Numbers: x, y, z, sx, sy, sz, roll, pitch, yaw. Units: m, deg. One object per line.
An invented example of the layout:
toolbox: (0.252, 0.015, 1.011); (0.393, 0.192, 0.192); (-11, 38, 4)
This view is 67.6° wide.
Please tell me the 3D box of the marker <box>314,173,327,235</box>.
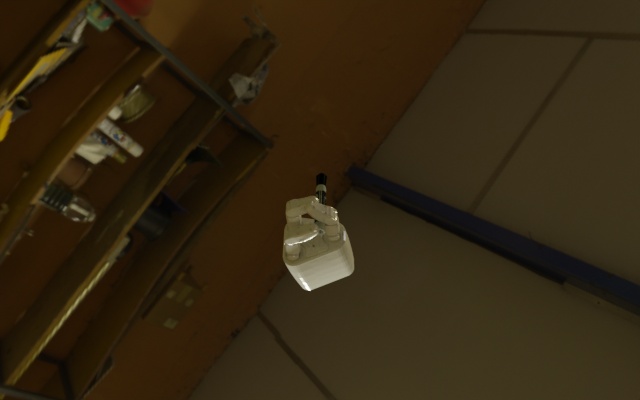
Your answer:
marker: (0.000, 0.003, 0.800); (0.020, 0.121, 0.020); (1, -37, 1)
